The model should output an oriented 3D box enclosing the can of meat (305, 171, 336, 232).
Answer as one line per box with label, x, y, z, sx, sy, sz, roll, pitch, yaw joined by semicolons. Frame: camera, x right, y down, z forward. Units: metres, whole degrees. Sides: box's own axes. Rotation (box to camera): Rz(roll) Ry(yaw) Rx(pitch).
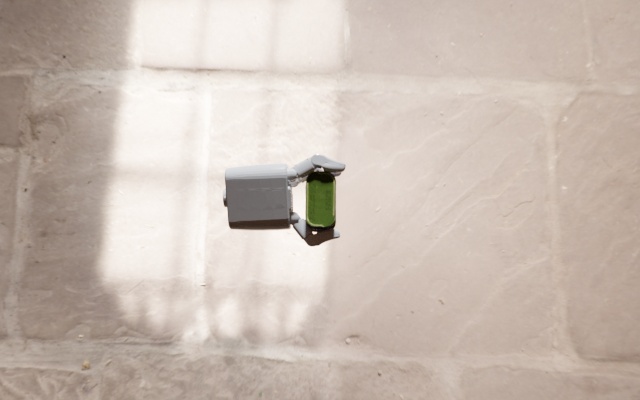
can of meat;0.000;0.003;0.842;0.057;0.102;0.084;0;-7;0
